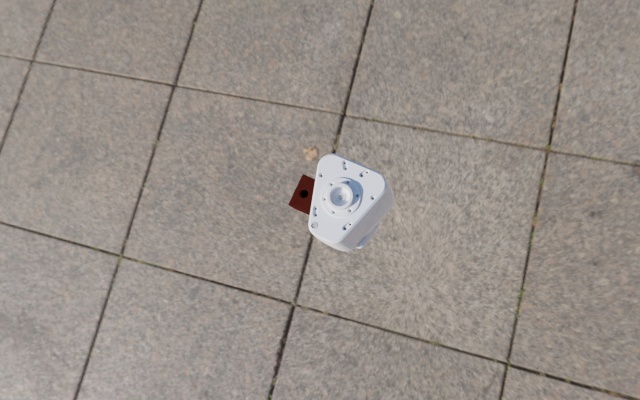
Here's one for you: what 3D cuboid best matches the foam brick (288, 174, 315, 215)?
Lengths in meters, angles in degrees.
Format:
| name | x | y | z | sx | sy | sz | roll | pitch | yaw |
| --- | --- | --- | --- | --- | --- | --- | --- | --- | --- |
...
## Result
| name | x | y | z | sx | sy | sz | roll | pitch | yaw |
| --- | --- | --- | --- | --- | --- | --- | --- | --- | --- |
| foam brick | 0.000 | 0.002 | 0.721 | 0.078 | 0.053 | 0.051 | 24 | -3 | 15 |
